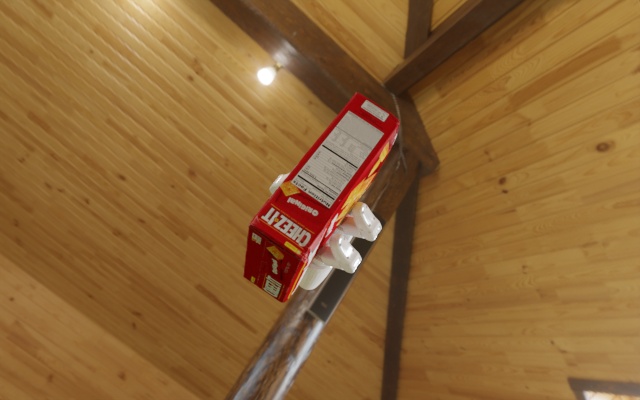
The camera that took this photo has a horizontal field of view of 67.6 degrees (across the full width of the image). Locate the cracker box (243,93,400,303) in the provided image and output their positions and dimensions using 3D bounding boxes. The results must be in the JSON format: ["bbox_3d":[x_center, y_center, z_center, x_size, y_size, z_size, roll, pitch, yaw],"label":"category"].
[{"bbox_3d":[0.000,0.002,0.570,0.072,0.213,0.164,33,-28,7],"label":"cracker box"}]
